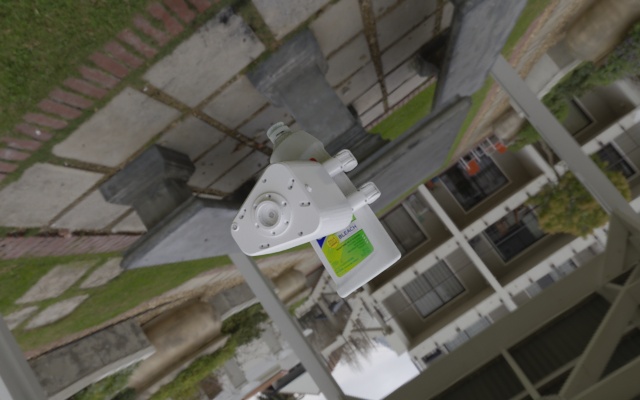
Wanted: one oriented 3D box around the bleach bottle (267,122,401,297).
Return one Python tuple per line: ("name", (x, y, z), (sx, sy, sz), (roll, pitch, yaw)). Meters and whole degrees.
("bleach bottle", (0.000, 0.002, 0.665), (0.102, 0.251, 0.068), (-38, -10, 17))
